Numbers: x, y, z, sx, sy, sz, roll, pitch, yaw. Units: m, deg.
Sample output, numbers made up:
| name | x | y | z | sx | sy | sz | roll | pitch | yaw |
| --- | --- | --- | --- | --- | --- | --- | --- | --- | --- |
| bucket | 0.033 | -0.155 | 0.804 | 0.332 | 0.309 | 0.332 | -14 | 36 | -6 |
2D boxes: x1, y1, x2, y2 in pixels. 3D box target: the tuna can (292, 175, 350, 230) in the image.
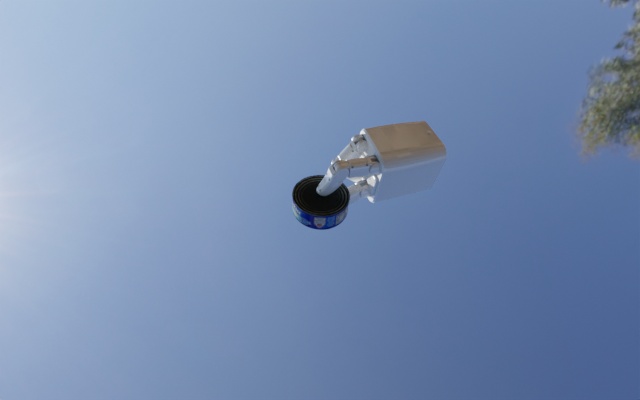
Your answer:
| name | x | y | z | sx | sy | sz | roll | pitch | yaw |
| --- | --- | --- | --- | --- | --- | --- | --- | --- | --- |
| tuna can | 0.000 | 0.003 | 0.716 | 0.086 | 0.086 | 0.034 | 0 | -44 | -5 |
